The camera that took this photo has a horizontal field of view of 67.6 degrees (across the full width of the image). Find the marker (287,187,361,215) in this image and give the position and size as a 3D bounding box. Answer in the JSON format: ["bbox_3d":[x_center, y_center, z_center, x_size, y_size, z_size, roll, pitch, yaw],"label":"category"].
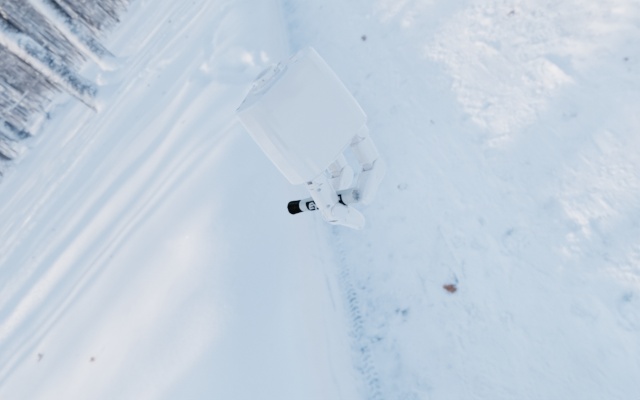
[{"bbox_3d":[0.000,0.002,0.591,0.020,0.020,0.121,0,-8,-43],"label":"marker"}]
